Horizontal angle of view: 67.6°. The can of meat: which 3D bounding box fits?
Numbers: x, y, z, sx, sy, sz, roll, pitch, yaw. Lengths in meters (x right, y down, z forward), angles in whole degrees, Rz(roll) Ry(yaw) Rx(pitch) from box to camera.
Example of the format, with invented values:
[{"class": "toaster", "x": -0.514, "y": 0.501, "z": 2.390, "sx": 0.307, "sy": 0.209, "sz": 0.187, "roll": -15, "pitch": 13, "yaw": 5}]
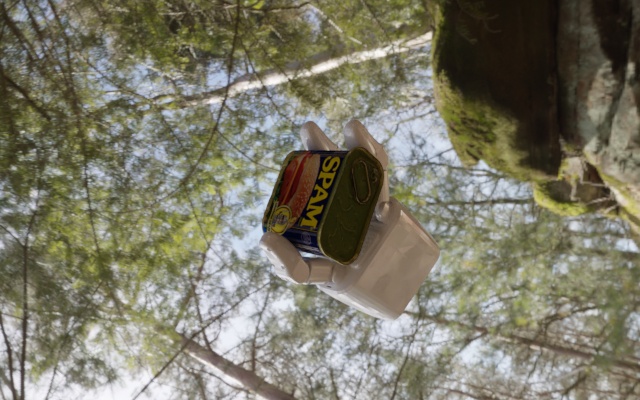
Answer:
[{"class": "can of meat", "x": 0.000, "y": 0.001, "z": 0.444, "sx": 0.084, "sy": 0.102, "sz": 0.057, "roll": 6, "pitch": -20, "yaw": 44}]
